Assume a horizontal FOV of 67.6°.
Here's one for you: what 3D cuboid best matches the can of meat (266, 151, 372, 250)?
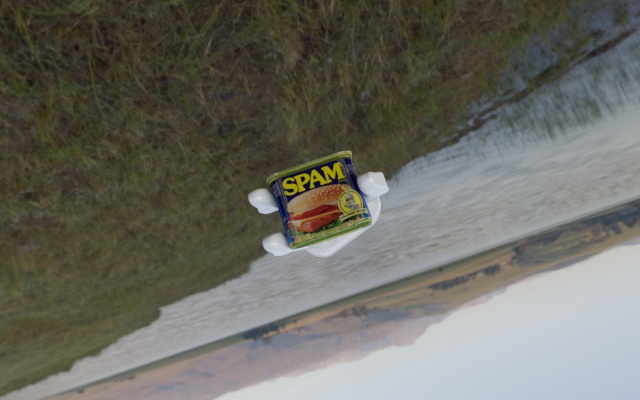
[{"bbox_3d":[0.000,0.002,0.542,0.102,0.084,0.057,-18,-11,-2],"label":"can of meat"}]
